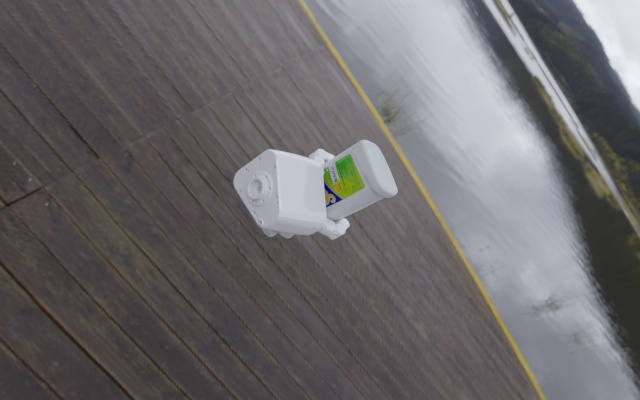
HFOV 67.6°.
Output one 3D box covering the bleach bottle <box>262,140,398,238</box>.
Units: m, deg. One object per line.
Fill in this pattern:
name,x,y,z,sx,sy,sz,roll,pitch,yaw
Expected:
bleach bottle,0.000,0.003,0.806,0.251,0.102,0.068,-32,-25,28
